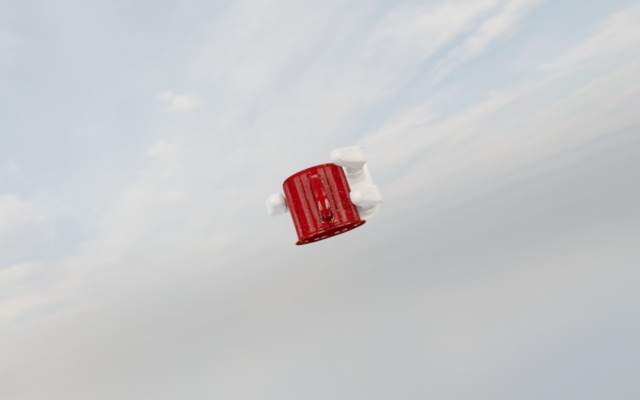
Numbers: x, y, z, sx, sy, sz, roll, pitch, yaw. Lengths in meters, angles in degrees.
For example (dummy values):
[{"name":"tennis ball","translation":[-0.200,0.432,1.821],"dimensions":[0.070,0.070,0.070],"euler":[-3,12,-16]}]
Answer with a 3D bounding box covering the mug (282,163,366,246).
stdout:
[{"name":"mug","translation":[0.000,0.002,0.588],"dimensions":[0.093,0.081,0.117],"euler":[-18,-10,1]}]
